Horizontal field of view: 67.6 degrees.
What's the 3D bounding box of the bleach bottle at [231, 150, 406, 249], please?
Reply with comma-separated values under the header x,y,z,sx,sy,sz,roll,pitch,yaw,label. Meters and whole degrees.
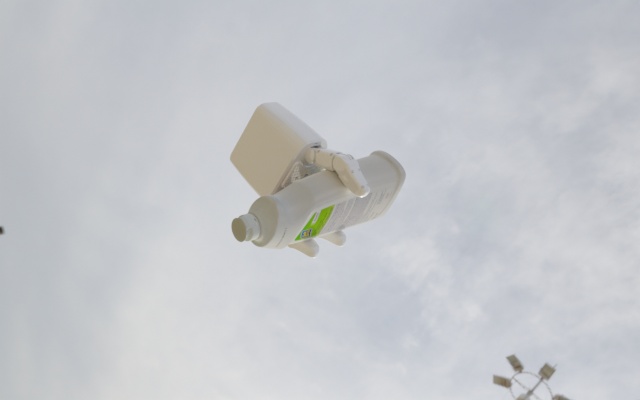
x,y,z,sx,sy,sz,roll,pitch,yaw,label
0.000,0.002,0.610,0.251,0.103,0.068,-15,50,-43,bleach bottle
